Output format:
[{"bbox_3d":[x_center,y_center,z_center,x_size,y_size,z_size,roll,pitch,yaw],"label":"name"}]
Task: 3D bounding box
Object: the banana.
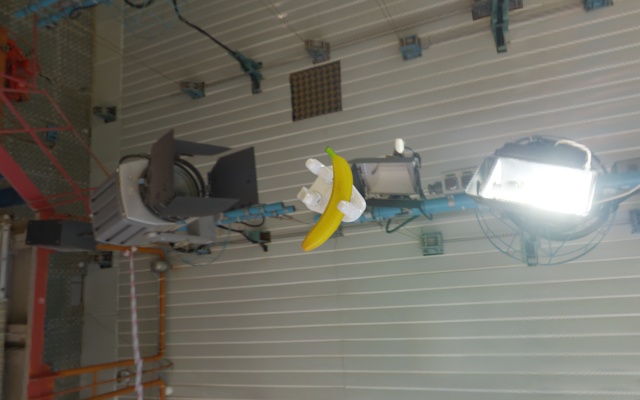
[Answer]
[{"bbox_3d":[0.019,0.004,0.887,0.069,0.198,0.037,13,5,-5],"label":"banana"}]
